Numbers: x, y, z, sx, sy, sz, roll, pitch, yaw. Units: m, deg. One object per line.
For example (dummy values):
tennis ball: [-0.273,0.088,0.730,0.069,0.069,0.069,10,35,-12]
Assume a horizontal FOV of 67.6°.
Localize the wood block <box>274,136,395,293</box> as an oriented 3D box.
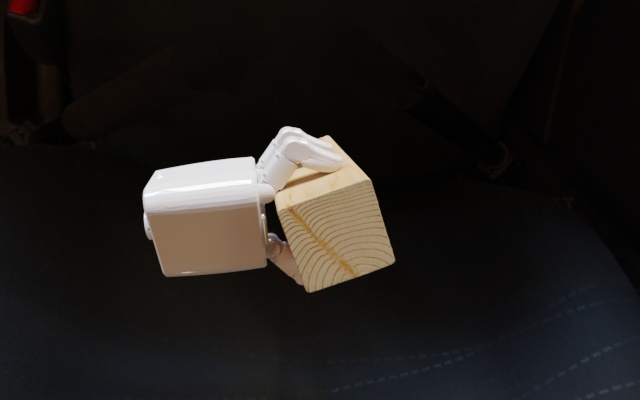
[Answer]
wood block: [0.000,0.002,0.525,0.090,0.091,0.206,-19,21,-3]
